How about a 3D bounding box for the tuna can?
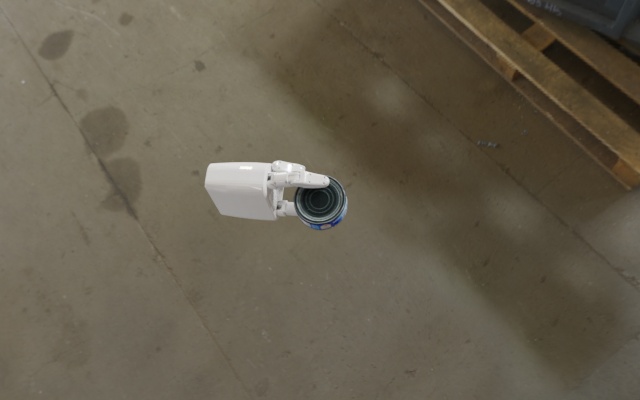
[{"bbox_3d":[0.000,0.002,0.768,0.086,0.086,0.034,0,-19,7],"label":"tuna can"}]
